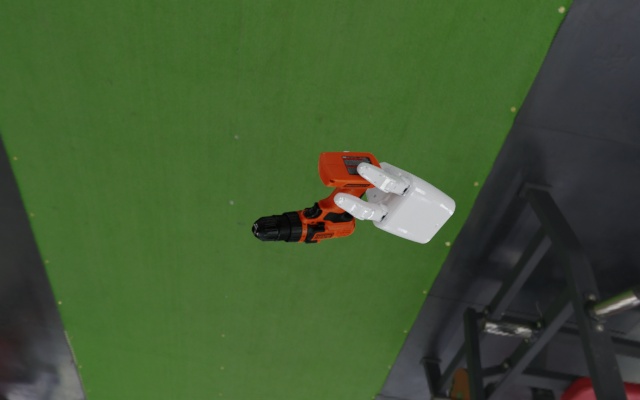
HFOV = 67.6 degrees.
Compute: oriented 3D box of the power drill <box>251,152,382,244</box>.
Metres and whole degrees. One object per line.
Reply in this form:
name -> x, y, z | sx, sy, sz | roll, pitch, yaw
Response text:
power drill -> 0.001, 0.002, 0.745 | 0.184, 0.057, 0.188 | -4, -32, -31
